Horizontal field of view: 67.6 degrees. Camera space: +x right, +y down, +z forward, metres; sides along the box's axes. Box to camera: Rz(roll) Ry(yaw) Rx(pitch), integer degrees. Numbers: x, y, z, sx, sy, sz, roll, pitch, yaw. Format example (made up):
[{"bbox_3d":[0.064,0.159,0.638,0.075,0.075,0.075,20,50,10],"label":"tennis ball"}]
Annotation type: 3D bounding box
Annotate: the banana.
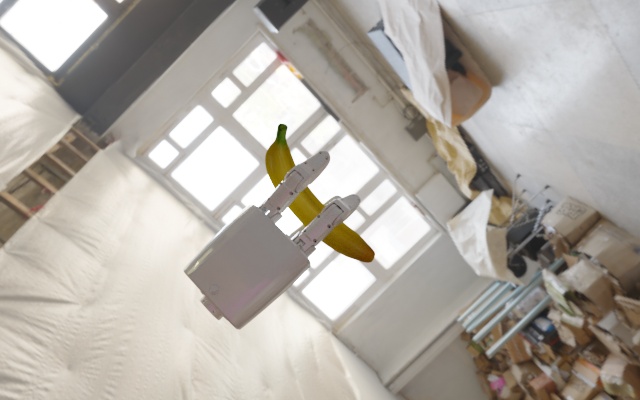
[{"bbox_3d":[-0.011,0.003,0.586,0.037,0.198,0.069,-41,8,-31],"label":"banana"}]
